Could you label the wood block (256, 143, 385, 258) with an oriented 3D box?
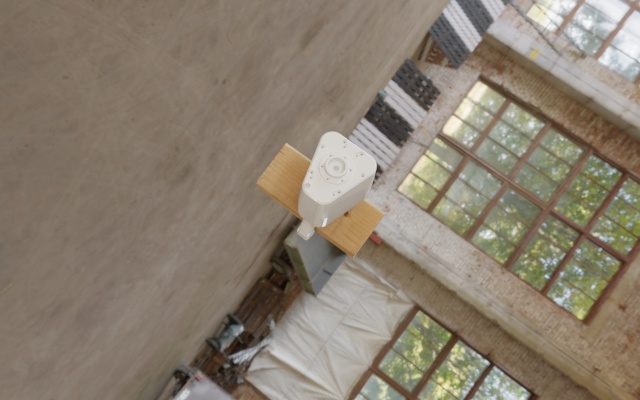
[{"bbox_3d":[0.000,0.003,0.837,0.206,0.091,0.090,36,-5,8],"label":"wood block"}]
